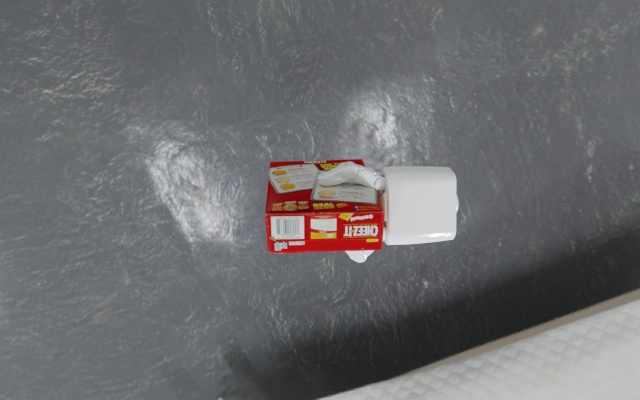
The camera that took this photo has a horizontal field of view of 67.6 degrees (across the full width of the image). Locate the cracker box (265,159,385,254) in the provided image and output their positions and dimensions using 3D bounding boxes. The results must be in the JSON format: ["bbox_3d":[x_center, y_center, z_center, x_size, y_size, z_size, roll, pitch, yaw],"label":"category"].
[{"bbox_3d":[0.000,0.002,0.747,0.164,0.072,0.213,-2,24,-3],"label":"cracker box"}]
